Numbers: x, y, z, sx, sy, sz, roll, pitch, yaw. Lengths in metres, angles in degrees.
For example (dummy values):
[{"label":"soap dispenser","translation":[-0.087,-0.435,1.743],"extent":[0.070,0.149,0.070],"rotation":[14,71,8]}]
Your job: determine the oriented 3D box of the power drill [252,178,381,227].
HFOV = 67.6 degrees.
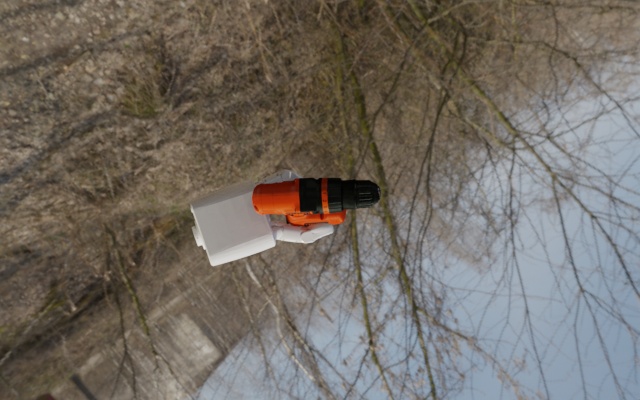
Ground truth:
[{"label":"power drill","translation":[0.000,0.003,0.752],"extent":[0.184,0.057,0.188],"rotation":[-1,-10,5]}]
